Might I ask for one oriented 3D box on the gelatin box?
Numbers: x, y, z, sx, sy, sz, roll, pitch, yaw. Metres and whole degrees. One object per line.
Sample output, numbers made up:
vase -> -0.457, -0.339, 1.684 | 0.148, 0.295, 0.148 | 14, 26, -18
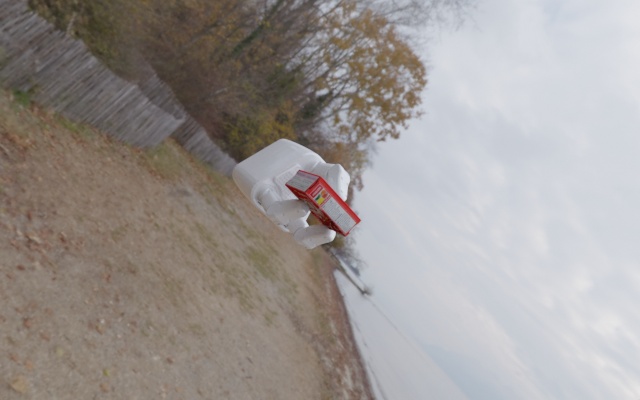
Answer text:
gelatin box -> 0.001, 0.002, 0.570 | 0.073, 0.030, 0.089 | 47, -9, -20
